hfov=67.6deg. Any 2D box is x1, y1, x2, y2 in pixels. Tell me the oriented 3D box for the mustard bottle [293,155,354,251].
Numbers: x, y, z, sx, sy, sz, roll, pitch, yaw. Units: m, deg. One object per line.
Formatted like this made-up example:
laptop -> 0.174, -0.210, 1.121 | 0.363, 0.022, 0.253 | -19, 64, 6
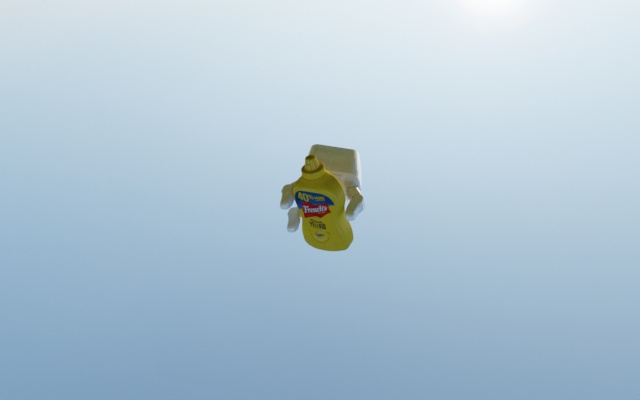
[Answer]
mustard bottle -> 0.000, 0.003, 0.861 | 0.096, 0.192, 0.058 | 10, 40, 29
